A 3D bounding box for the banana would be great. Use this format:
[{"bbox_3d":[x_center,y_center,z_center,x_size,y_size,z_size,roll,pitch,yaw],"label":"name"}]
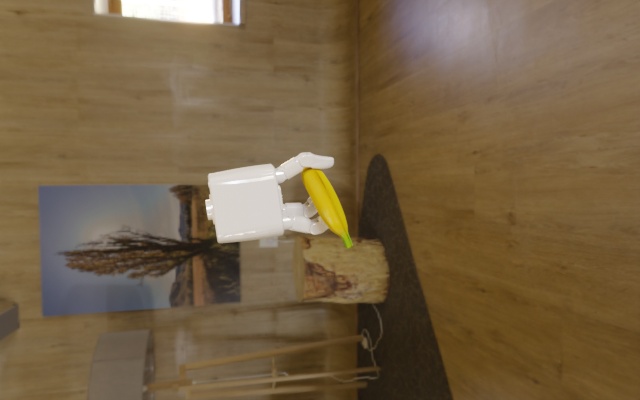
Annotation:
[{"bbox_3d":[0.000,-0.009,0.768,0.037,0.070,0.197,-16,44,-10],"label":"banana"}]
